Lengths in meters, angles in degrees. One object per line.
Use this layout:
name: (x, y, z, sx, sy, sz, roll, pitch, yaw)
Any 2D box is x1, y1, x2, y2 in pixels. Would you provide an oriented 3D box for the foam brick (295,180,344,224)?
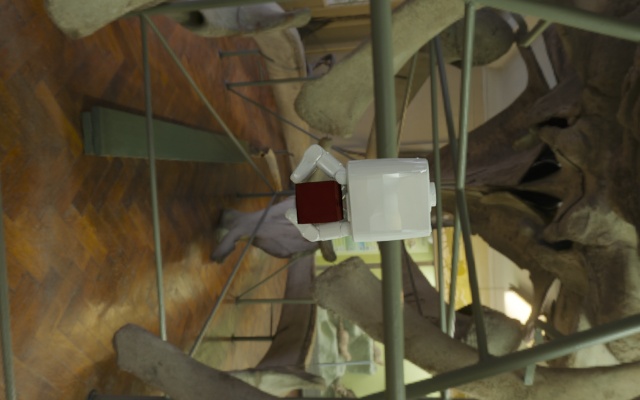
foam brick: (0.000, 0.002, 0.626, 0.051, 0.053, 0.078, -4, 1, 9)
